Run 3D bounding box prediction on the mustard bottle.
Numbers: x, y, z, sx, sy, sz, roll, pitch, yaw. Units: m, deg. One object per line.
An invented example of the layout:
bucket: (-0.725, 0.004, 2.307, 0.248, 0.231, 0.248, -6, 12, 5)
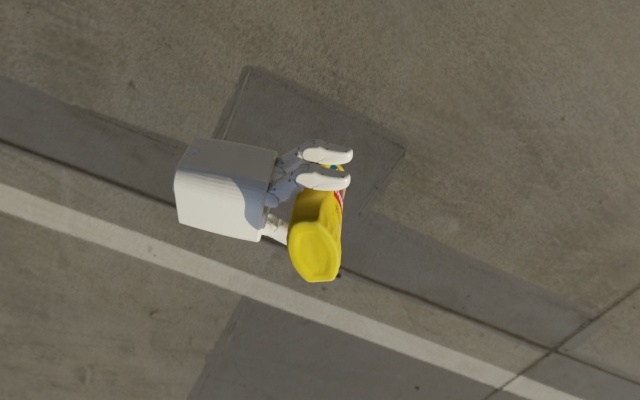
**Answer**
mustard bottle: (0.000, 0.002, 0.594, 0.058, 0.096, 0.191, -7, 37, 12)
